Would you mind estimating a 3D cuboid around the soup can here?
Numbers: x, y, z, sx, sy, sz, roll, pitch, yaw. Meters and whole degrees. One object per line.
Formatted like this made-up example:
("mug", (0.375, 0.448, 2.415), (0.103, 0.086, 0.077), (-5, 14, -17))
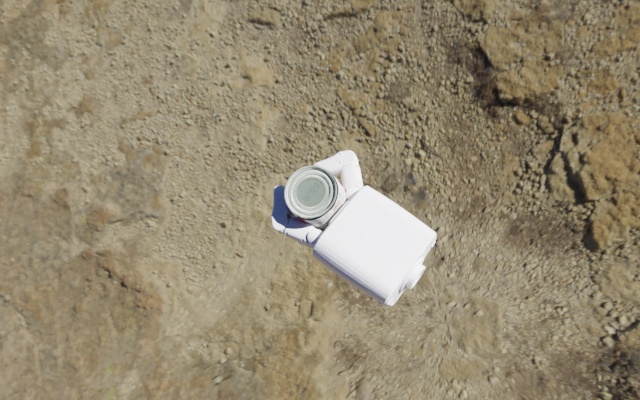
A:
("soup can", (0.000, 0.002, 0.604), (0.068, 0.068, 0.102), (0, -14, 14))
